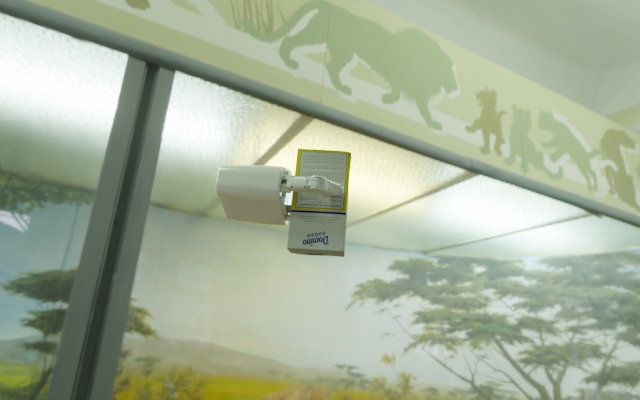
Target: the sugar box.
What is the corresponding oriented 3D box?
[{"bbox_3d":[0.000,0.003,0.795,0.093,0.176,0.048,4,-17,6],"label":"sugar box"}]
